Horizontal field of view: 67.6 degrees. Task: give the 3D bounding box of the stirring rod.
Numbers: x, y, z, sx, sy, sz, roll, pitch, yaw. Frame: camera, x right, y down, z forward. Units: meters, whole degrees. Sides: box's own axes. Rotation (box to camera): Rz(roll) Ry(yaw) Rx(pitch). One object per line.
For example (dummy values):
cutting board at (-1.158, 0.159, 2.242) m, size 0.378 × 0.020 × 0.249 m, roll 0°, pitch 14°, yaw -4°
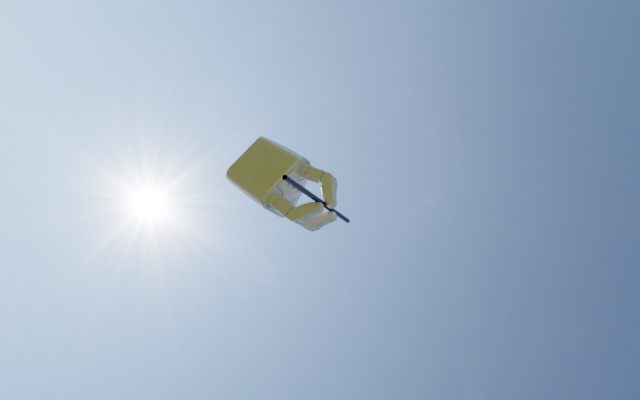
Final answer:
stirring rod at (0.000, 0.002, 0.764) m, size 0.011 × 0.011 × 0.240 m, roll 0°, pitch -17°, yaw 25°
